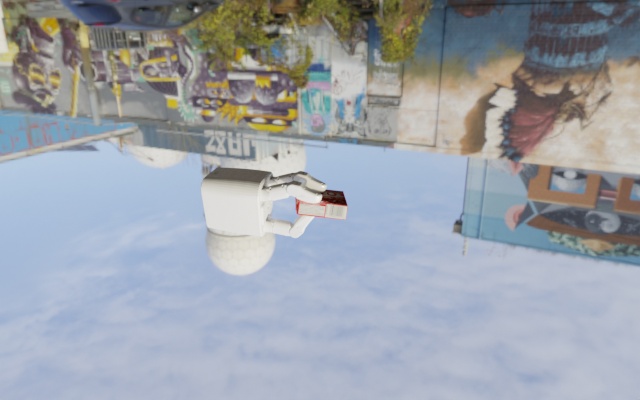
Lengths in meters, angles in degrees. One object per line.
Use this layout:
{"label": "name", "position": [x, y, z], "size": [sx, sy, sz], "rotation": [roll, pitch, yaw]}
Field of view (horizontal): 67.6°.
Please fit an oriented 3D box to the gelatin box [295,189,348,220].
{"label": "gelatin box", "position": [0.000, 0.003, 0.845], "size": [0.089, 0.030, 0.073], "rotation": [7, 21, -7]}
